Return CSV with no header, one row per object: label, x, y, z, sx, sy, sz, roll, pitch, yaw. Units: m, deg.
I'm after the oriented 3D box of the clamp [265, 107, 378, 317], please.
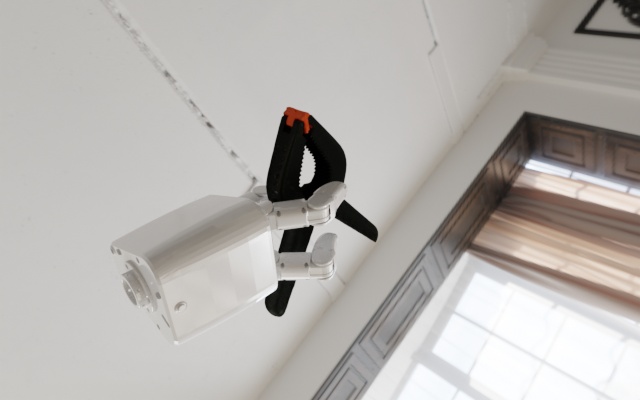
clamp,-0.001,0.001,0.492,0.164,0.210,0.036,-28,38,-35
